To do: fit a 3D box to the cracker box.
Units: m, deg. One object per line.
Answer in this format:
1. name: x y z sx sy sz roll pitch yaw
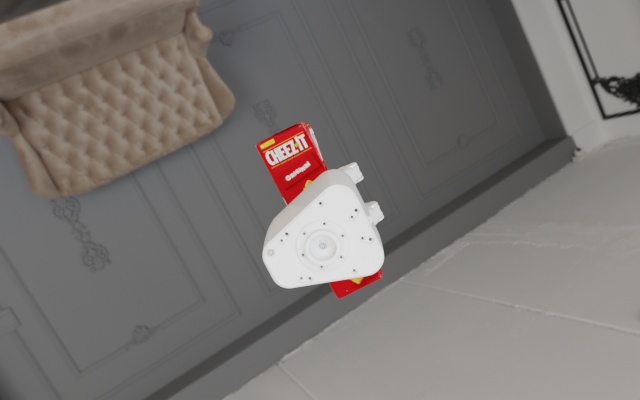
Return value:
1. cracker box: 0.000 0.002 0.643 0.072 0.214 0.164 -26 9 3
